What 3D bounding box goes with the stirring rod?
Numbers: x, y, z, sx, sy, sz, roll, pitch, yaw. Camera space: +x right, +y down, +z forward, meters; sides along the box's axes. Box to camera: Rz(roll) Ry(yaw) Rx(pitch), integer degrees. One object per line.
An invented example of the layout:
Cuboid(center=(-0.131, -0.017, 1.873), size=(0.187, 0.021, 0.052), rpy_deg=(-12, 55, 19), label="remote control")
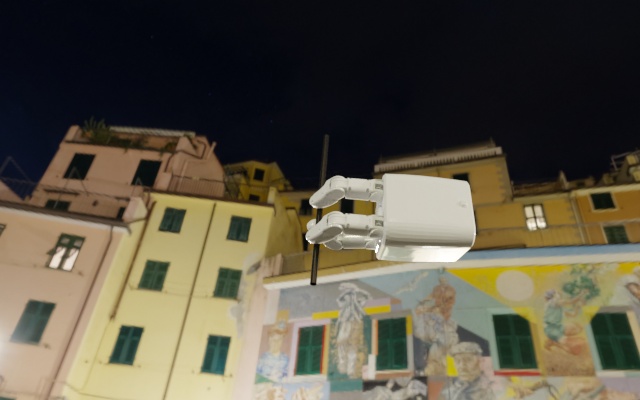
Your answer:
Cuboid(center=(0.000, 0.002, 0.634), size=(0.011, 0.239, 0.011), rpy_deg=(3, -36, 2), label="stirring rod")
